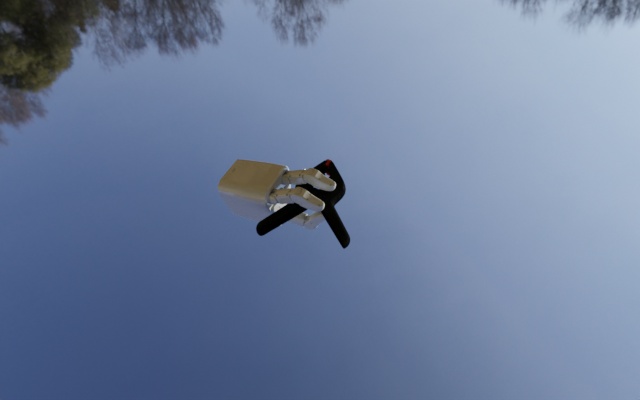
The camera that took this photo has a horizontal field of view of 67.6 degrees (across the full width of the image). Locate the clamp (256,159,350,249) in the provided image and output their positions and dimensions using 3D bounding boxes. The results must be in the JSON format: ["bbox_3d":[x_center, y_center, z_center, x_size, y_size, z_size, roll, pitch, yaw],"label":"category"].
[{"bbox_3d":[0.000,0.003,0.865,0.164,0.036,0.210,13,46,18],"label":"clamp"}]
